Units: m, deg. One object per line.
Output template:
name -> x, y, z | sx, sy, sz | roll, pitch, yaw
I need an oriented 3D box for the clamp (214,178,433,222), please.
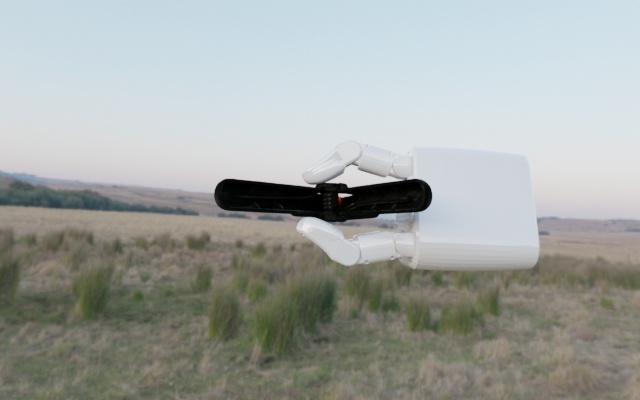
clamp -> 0.000, 0.001, 0.445 | 0.164, 0.036, 0.210 | 2, -4, 0
